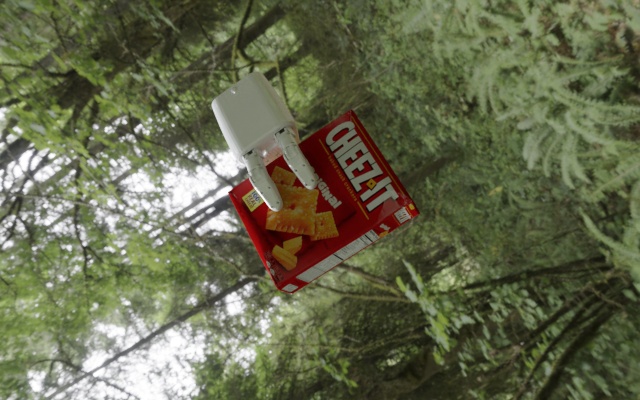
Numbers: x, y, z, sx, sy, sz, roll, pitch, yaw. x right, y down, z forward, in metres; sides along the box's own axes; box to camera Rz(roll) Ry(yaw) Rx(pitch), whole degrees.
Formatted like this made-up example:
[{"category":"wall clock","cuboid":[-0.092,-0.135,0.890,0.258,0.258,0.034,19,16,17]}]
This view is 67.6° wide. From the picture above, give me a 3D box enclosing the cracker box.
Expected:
[{"category":"cracker box","cuboid":[0.000,0.002,0.660,0.214,0.164,0.072,-33,-23,8]}]
